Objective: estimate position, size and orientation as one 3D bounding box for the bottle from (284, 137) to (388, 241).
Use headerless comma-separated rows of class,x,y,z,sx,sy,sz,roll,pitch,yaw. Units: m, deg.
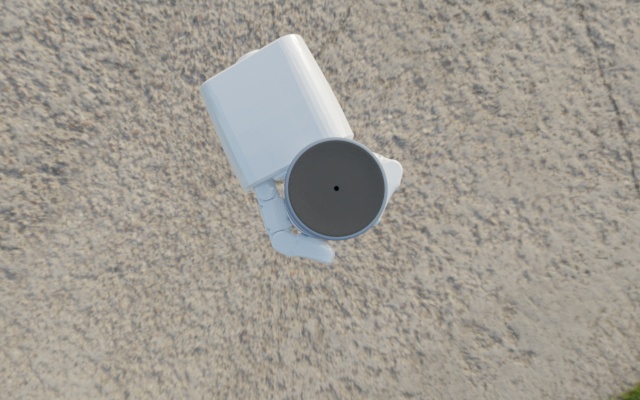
bottle,0.000,0.002,0.448,0.069,0.069,0.296,0,-4,-4
